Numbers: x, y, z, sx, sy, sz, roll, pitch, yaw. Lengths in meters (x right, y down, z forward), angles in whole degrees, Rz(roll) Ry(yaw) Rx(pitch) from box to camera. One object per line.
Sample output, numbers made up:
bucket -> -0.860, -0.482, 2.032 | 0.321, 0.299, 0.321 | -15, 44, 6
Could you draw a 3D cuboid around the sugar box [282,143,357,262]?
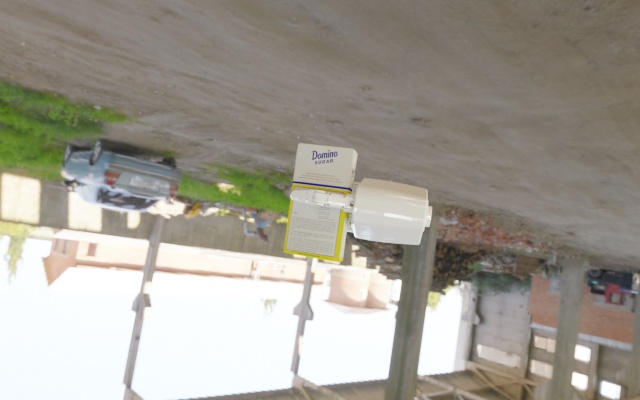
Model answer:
sugar box -> 0.000, 0.003, 0.753 | 0.093, 0.176, 0.048 | 8, -5, 13
